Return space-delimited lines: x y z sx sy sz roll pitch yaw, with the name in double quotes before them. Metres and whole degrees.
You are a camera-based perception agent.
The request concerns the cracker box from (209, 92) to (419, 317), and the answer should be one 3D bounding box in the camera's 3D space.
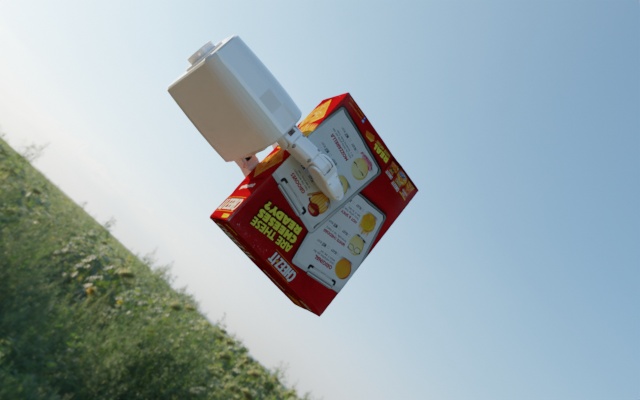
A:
"cracker box" 0.000 0.002 0.581 0.213 0.164 0.072 -49 24 -21
